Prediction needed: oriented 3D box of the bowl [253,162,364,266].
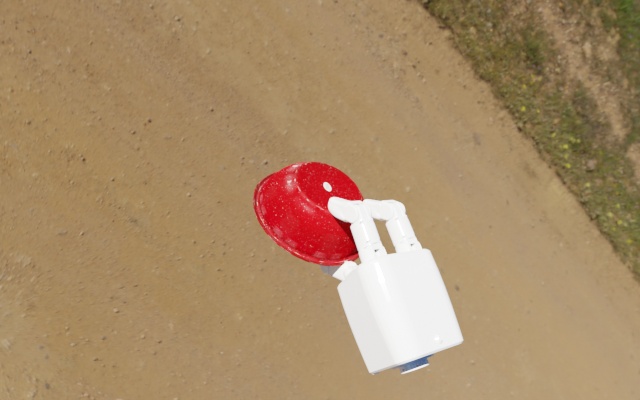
[{"bbox_3d":[-0.001,0.001,0.602,0.162,0.162,0.055,0,-43,-34],"label":"bowl"}]
